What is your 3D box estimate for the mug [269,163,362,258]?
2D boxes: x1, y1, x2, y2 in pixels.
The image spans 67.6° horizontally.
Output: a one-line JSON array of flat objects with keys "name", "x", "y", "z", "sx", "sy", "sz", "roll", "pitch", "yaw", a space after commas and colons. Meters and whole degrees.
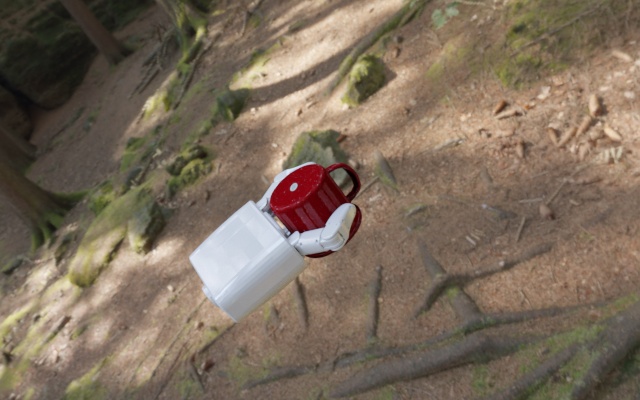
[{"name": "mug", "x": 0.001, "y": 0.001, "z": 0.588, "sx": 0.117, "sy": 0.081, "sz": 0.093, "roll": -42, "pitch": 30, "yaw": -8}]
